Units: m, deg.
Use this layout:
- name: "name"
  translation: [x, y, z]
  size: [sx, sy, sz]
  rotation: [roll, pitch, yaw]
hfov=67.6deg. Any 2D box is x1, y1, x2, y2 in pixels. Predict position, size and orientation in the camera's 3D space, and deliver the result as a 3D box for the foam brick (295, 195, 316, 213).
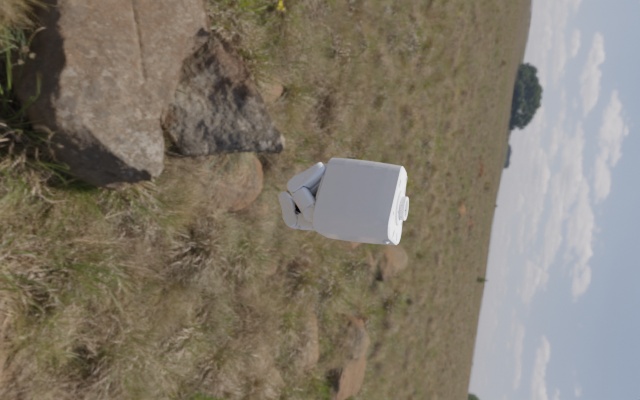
- name: "foam brick"
  translation: [0.000, 0.002, 0.744]
  size: [0.051, 0.053, 0.078]
  rotation: [7, -11, 20]
